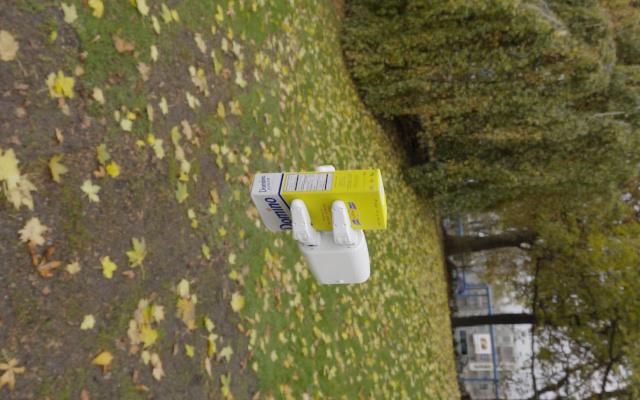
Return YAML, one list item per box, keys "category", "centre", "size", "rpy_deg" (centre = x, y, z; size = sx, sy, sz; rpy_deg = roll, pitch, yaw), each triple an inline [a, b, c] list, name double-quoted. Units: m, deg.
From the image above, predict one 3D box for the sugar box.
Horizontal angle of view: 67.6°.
- category: "sugar box"
  centre: [0.000, 0.003, 0.666]
  size: [0.176, 0.048, 0.093]
  rpy_deg: [-4, -38, 12]
